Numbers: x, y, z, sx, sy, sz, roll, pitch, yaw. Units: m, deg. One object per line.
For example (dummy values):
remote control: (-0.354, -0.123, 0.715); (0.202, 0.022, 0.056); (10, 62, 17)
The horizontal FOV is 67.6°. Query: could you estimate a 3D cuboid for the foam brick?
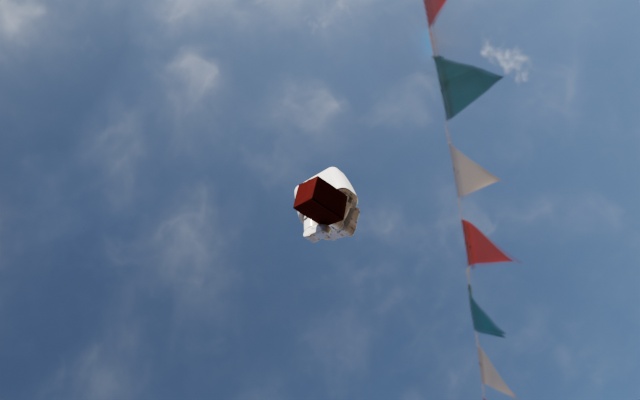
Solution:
foam brick: (0.000, 0.003, 0.836); (0.078, 0.051, 0.053); (34, -38, -32)
